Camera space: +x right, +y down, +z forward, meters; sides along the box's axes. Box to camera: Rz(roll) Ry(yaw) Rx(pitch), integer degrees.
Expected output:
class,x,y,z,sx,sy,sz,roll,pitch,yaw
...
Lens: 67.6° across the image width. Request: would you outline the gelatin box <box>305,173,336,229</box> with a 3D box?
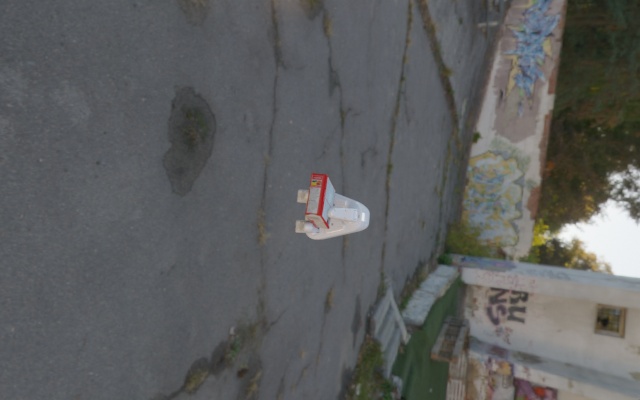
class,x,y,z,sx,sy,sz,roll,pitch,yaw
gelatin box,0.001,0.003,0.815,0.030,0.073,0.089,6,-16,12
